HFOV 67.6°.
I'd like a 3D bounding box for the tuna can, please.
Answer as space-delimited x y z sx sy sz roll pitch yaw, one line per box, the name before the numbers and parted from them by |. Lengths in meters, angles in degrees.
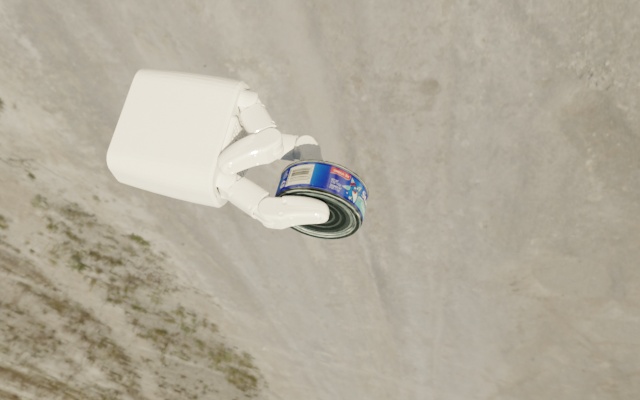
tuna can | 0.000 0.002 0.445 0.086 0.033 0.086 10 -33 7
